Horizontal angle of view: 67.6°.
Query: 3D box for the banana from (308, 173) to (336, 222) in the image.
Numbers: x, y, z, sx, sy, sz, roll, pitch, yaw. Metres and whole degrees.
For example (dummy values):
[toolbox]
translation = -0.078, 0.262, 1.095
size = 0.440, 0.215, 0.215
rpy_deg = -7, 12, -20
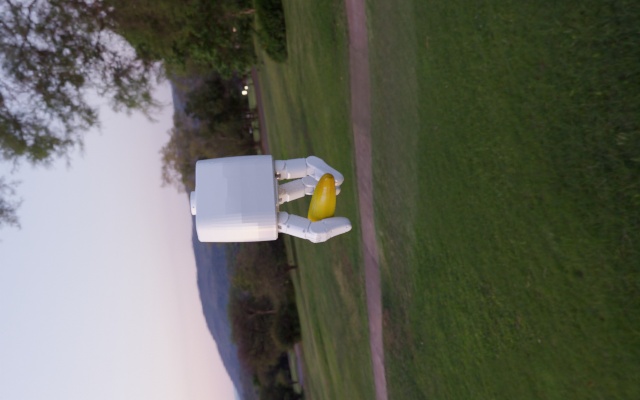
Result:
[banana]
translation = -0.001, 0.021, 0.701
size = 0.037, 0.069, 0.198
rpy_deg = 3, -15, -2
